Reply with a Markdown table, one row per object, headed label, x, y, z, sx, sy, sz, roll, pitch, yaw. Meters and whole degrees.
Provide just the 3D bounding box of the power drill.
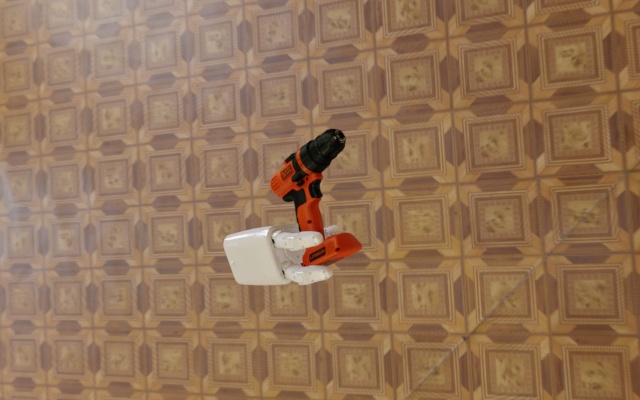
| label | x | y | z | sx | sy | sz | roll | pitch | yaw |
| --- | --- | --- | --- | --- | --- | --- | --- | --- | --- |
| power drill | 0.000 | 0.003 | 0.749 | 0.057 | 0.187 | 0.184 | -5 | -21 | -38 |
